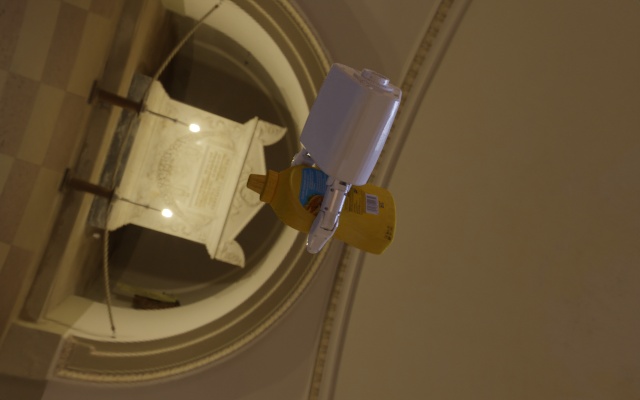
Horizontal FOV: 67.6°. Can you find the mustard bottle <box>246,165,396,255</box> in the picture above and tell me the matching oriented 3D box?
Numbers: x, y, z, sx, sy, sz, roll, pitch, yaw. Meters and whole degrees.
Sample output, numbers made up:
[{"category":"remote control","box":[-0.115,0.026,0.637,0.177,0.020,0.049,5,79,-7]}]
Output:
[{"category":"mustard bottle","box":[0.000,0.002,0.610,0.191,0.096,0.058,17,-42,-14]}]
